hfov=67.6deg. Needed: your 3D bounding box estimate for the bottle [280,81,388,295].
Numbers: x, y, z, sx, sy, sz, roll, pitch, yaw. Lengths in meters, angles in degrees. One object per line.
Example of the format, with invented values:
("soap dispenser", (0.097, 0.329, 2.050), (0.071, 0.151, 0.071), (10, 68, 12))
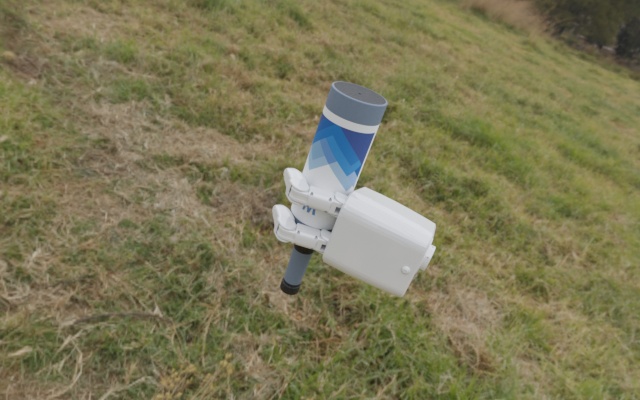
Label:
("bottle", (0.000, 0.002, 0.603), (0.069, 0.296, 0.069), (15, 28, -8))
